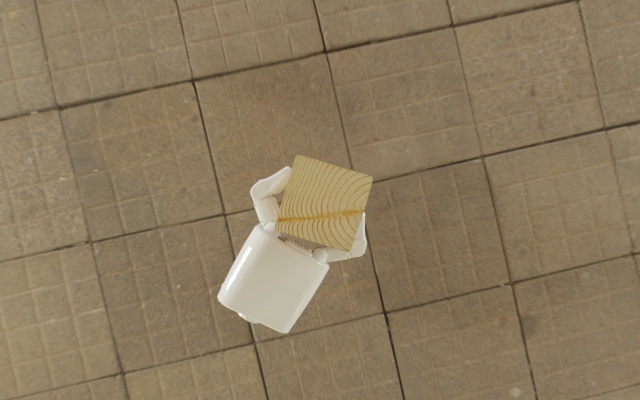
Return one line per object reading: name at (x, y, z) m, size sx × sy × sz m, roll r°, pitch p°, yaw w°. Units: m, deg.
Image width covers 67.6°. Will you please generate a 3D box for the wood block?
wood block at (0.000, 0.003, 0.626) m, size 0.091 × 0.090 × 0.206 m, roll 17°, pitch 0°, yaw -2°
